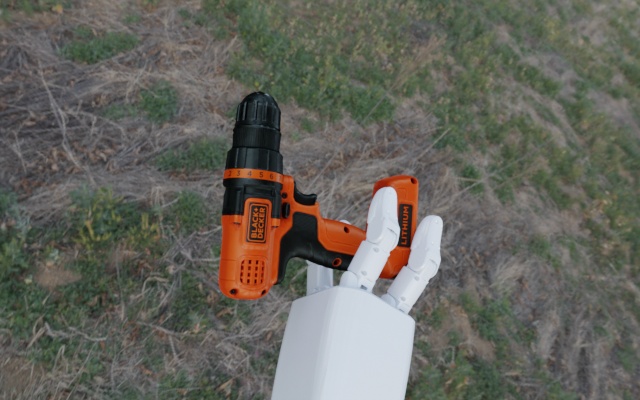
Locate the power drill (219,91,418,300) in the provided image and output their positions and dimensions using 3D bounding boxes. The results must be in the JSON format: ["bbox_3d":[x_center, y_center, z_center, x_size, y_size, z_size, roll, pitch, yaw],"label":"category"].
[{"bbox_3d":[0.000,0.002,0.451,0.187,0.184,0.057,7,-5,-22],"label":"power drill"}]
